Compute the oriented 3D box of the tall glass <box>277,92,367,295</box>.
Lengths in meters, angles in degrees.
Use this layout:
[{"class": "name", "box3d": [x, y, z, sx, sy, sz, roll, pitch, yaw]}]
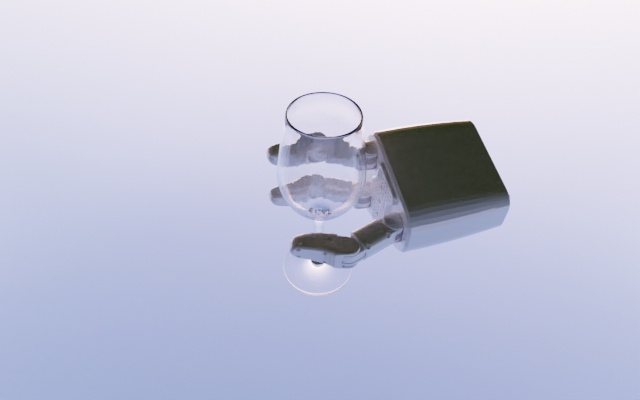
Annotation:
[{"class": "tall glass", "box3d": [0.000, 0.002, 0.443, 0.079, 0.079, 0.201, 0, -44, -2]}]
